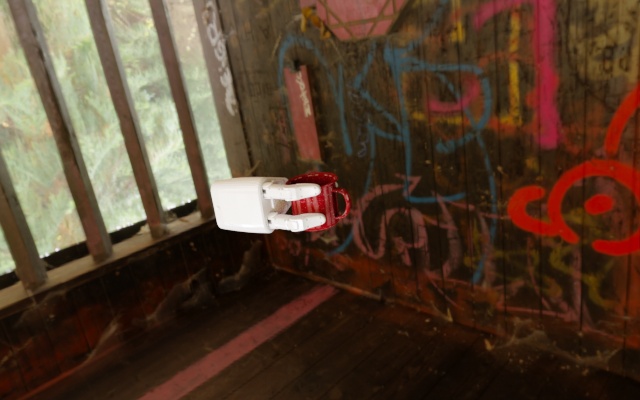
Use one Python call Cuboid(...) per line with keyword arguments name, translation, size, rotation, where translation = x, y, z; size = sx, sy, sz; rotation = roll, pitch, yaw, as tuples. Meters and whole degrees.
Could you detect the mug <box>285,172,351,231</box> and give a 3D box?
Cuboid(name="mug", translation=(0.001, 0.003, 0.838), size=(0.117, 0.081, 0.093), rotation=(2, 22, 27))
